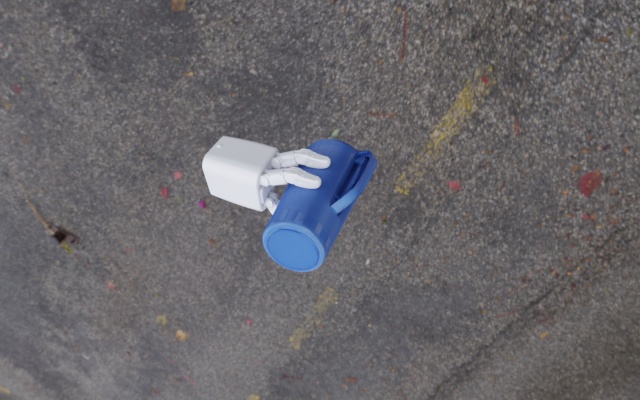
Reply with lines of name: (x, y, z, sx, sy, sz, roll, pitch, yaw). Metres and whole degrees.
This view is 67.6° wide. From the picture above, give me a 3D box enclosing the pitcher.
pitcher: (0.000, 0.003, 0.837, 0.145, 0.149, 0.242, 18, 42, 8)
